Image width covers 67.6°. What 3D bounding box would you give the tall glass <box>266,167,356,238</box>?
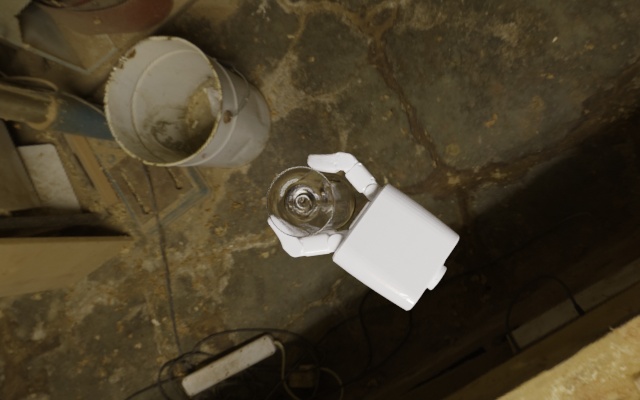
[{"bbox_3d":[0.000,0.002,0.592,0.079,0.079,0.201,0,0,12],"label":"tall glass"}]
